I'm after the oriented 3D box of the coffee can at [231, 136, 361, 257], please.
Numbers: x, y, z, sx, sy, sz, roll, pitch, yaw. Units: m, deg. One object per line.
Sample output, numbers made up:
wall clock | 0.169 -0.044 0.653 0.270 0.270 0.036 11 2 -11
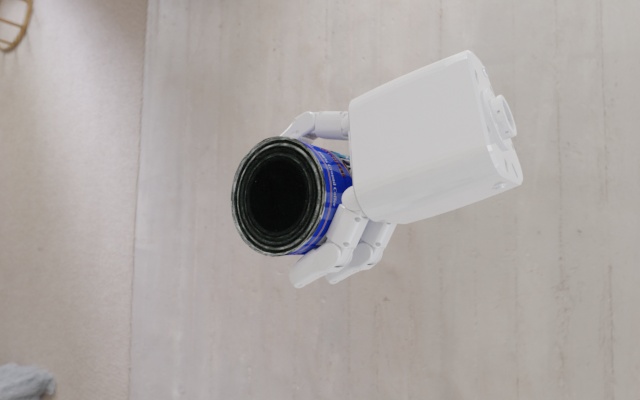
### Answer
coffee can | 0.000 0.001 0.458 0.103 0.103 0.140 0 -4 34
